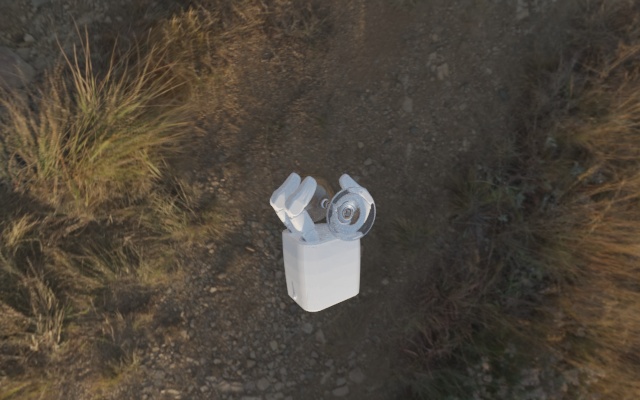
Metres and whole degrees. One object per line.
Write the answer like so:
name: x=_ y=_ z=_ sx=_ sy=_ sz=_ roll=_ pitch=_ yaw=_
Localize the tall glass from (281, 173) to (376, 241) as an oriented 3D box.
tall glass: x=0.000 y=0.002 z=0.724 sx=0.079 sy=0.079 sz=0.201 roll=0 pitch=10 yaw=-25
